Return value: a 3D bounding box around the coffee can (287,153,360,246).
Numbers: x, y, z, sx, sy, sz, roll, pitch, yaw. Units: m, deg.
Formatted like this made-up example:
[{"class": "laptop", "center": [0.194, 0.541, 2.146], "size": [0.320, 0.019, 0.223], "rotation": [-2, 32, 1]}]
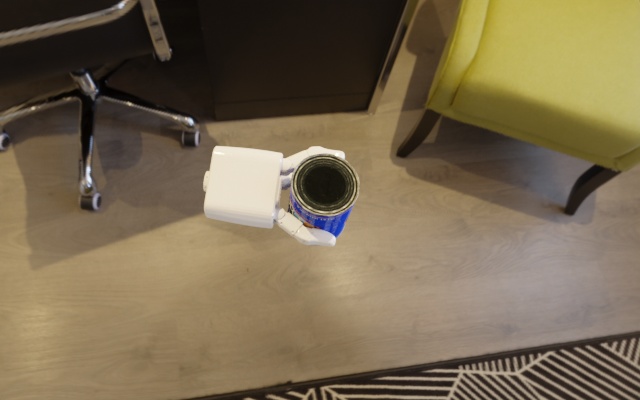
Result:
[{"class": "coffee can", "center": [0.000, 0.003, 0.763], "size": [0.103, 0.102, 0.140], "rotation": [0, -23, -7]}]
